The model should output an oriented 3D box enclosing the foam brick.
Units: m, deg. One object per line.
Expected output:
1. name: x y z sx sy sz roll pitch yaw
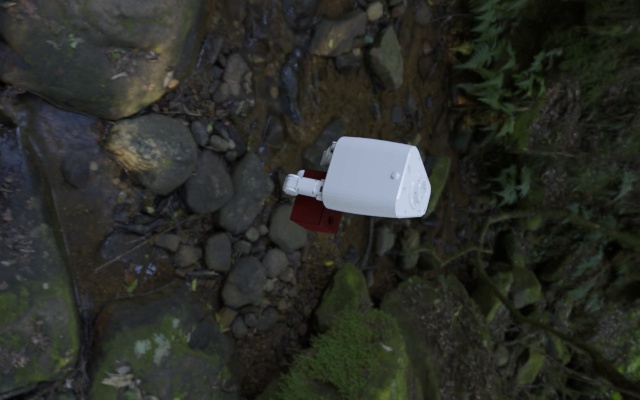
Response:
1. foam brick: 0.000 0.002 0.671 0.051 0.078 0.053 10 -12 31
